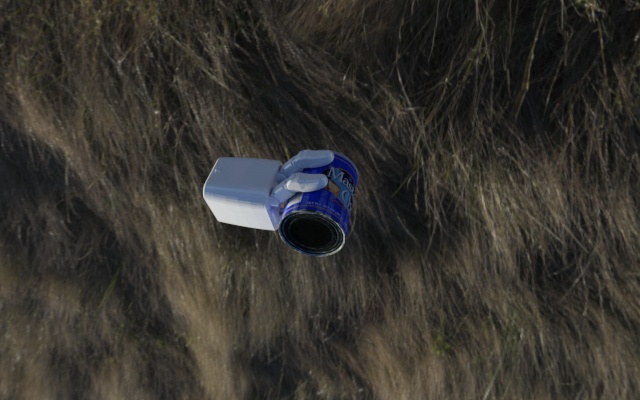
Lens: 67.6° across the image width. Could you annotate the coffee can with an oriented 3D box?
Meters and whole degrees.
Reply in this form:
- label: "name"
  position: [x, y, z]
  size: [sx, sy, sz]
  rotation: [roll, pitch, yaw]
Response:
- label: "coffee can"
  position: [0.000, 0.002, 0.757]
  size: [0.103, 0.103, 0.140]
  rotation: [0, 44, 15]
